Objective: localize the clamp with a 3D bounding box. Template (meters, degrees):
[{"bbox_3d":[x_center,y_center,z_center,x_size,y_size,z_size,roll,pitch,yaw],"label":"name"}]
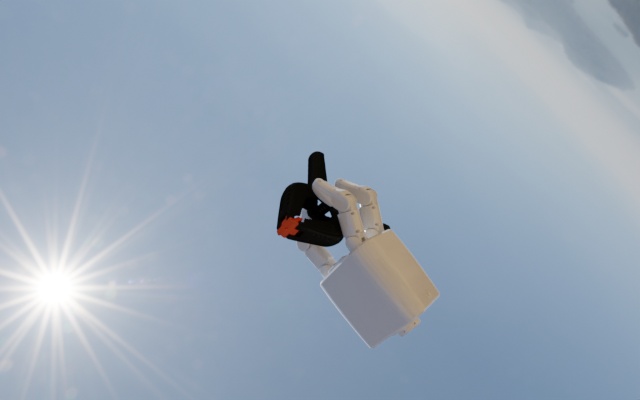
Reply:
[{"bbox_3d":[-0.001,0.003,0.625,0.036,0.164,0.210,-47,-16,26],"label":"clamp"}]
